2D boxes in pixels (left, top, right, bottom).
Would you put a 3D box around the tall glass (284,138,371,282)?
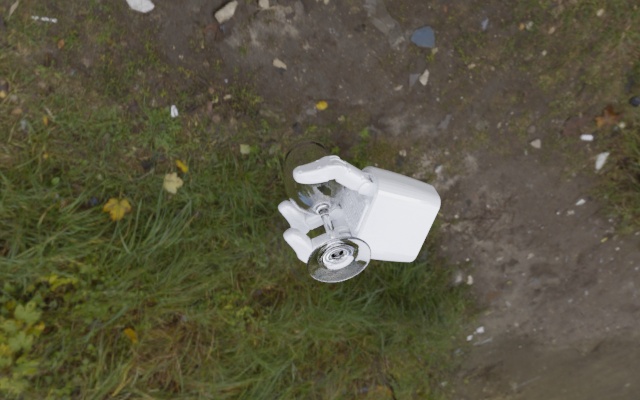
[{"bbox_3d":[0.000,0.002,0.603,0.079,0.079,0.201,0,41,-17],"label":"tall glass"}]
